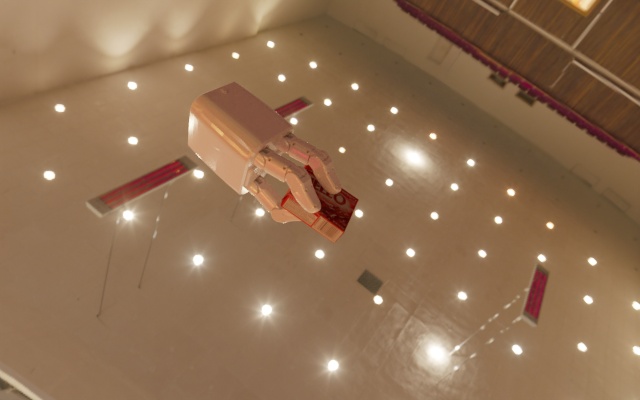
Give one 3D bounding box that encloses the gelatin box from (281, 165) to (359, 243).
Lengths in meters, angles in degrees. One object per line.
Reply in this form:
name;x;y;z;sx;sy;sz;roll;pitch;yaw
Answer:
gelatin box;0.000;0.003;0.631;0.089;0.030;0.073;35;40;-6
